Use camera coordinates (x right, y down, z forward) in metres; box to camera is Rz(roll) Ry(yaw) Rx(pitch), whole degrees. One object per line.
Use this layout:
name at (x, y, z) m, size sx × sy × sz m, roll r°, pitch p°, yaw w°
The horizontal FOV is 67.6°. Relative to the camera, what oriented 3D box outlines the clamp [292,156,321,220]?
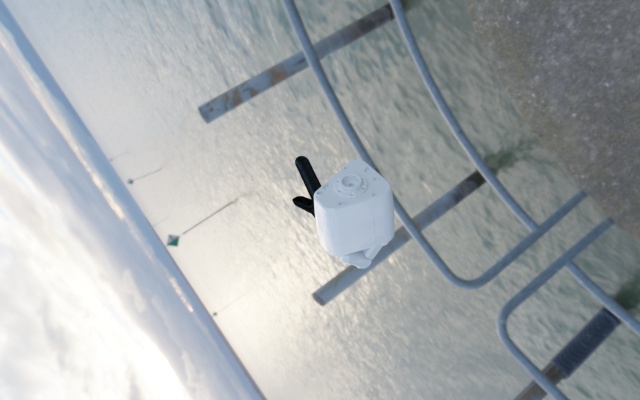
clamp at (0.000, 0.003, 0.827) m, size 0.039 × 0.120 × 0.171 m, roll -30°, pitch 49°, yaw -22°
